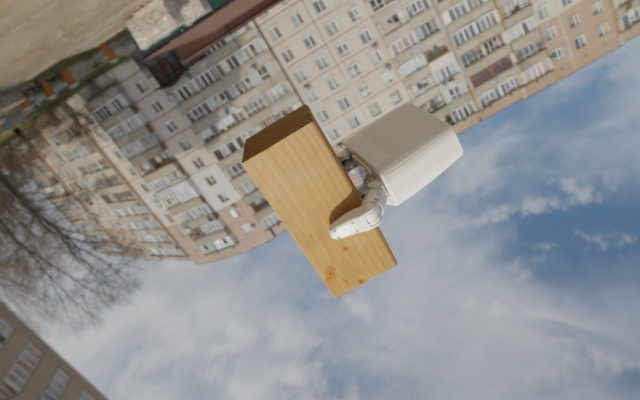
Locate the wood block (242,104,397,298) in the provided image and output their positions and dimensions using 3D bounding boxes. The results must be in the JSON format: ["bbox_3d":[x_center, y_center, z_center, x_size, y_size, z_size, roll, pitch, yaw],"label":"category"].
[{"bbox_3d":[0.001,0.002,0.576,0.090,0.206,0.090,-30,23,6],"label":"wood block"}]
